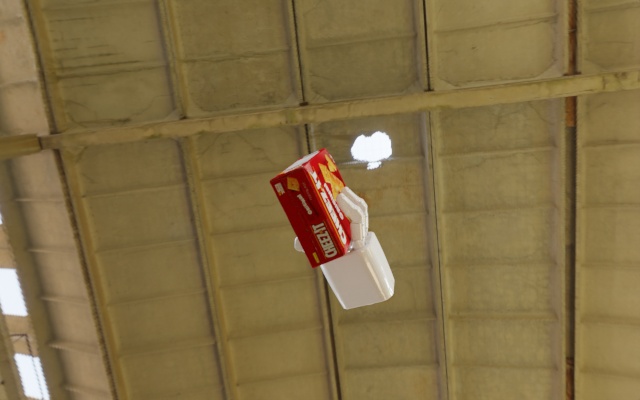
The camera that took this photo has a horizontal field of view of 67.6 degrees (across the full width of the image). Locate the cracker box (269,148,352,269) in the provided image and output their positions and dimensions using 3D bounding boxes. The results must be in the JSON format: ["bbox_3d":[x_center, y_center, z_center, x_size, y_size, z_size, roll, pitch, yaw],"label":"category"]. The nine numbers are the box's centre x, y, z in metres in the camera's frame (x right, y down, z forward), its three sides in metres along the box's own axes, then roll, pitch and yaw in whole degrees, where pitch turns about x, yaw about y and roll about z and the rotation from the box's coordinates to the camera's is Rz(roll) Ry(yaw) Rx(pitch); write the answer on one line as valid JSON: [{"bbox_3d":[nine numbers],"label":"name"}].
[{"bbox_3d":[0.000,0.003,0.864,0.072,0.164,0.213,-24,9,15],"label":"cracker box"}]
